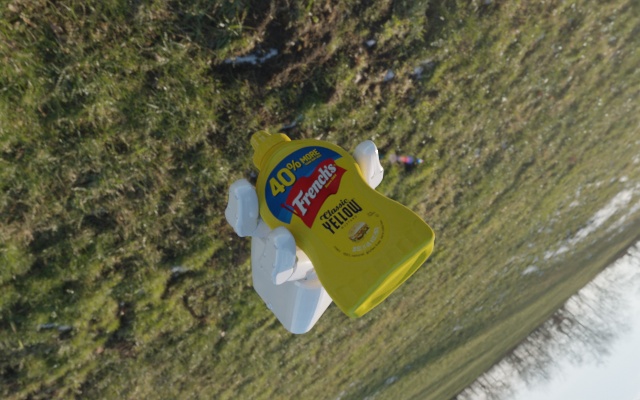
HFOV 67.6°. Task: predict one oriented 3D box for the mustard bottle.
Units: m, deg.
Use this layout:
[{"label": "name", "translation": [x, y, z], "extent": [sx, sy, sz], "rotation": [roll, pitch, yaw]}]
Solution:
[{"label": "mustard bottle", "translation": [0.000, 0.001, 0.418], "extent": [0.096, 0.191, 0.058], "rotation": [-40, -26, -9]}]
